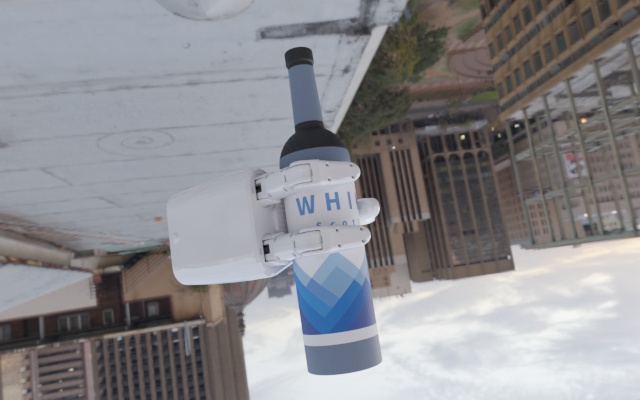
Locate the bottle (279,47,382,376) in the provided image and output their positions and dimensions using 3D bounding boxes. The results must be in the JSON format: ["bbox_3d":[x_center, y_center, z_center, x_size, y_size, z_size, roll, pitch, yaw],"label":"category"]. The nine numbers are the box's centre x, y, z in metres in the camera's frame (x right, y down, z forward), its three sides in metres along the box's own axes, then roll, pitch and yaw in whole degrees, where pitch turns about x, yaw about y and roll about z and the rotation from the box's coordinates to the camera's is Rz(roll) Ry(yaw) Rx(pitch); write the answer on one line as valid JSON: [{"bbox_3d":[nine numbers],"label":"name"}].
[{"bbox_3d":[0.000,0.002,0.440,0.069,0.295,0.069,-8,-8,-1],"label":"bottle"}]
